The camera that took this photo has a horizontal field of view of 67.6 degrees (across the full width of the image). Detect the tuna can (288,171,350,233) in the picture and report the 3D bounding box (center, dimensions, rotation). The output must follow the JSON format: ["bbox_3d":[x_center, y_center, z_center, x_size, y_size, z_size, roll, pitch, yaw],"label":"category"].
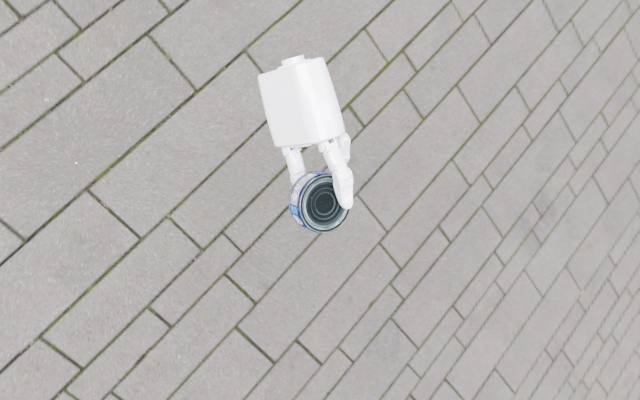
[{"bbox_3d":[0.000,0.002,0.675,0.086,0.086,0.033,0,9,-29],"label":"tuna can"}]
